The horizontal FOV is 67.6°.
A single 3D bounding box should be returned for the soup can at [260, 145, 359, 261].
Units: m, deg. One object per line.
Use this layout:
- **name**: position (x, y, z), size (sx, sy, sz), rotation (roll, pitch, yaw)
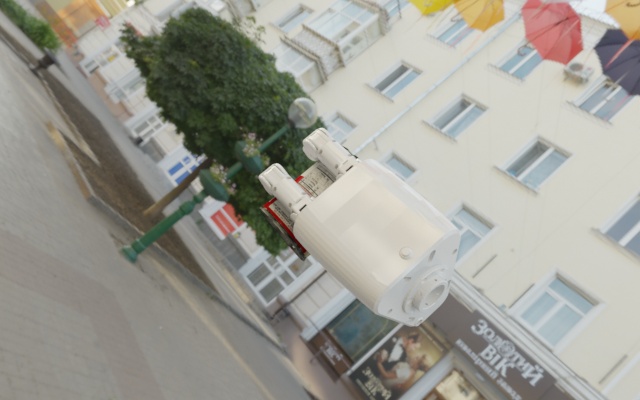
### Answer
- **soup can**: position (0.000, 0.001, 0.474), size (0.102, 0.068, 0.068), rotation (-40, 8, -9)
